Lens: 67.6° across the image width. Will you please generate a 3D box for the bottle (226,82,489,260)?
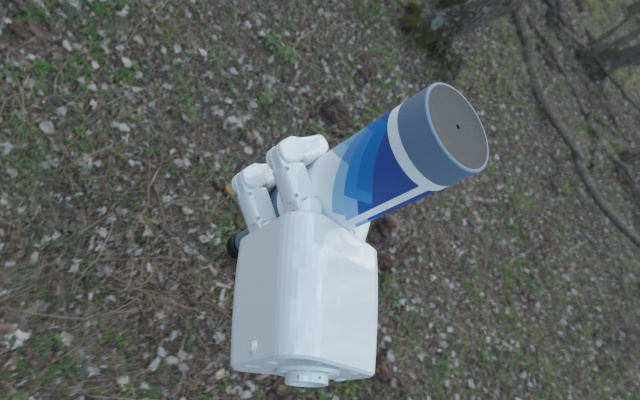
[{"bbox_3d":[0.000,0.001,0.419,0.069,0.069,0.296,0,-20,-41],"label":"bottle"}]
